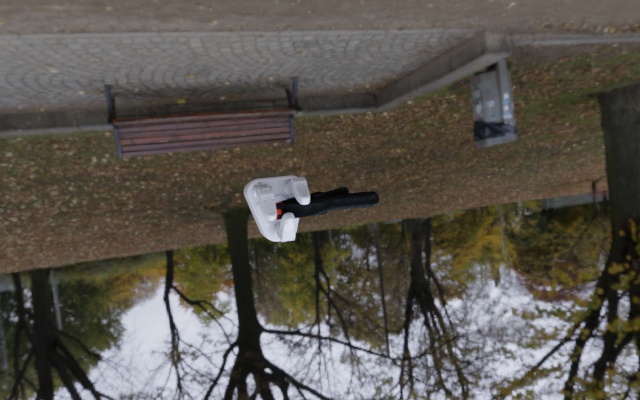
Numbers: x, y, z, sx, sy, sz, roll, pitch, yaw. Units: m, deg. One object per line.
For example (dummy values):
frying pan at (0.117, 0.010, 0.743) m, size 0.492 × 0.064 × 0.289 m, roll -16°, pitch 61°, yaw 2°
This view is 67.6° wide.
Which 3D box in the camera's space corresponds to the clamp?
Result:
clamp at (0.000, 0.003, 0.806) m, size 0.171 × 0.039 × 0.120 m, roll -7°, pitch 3°, yaw -15°
